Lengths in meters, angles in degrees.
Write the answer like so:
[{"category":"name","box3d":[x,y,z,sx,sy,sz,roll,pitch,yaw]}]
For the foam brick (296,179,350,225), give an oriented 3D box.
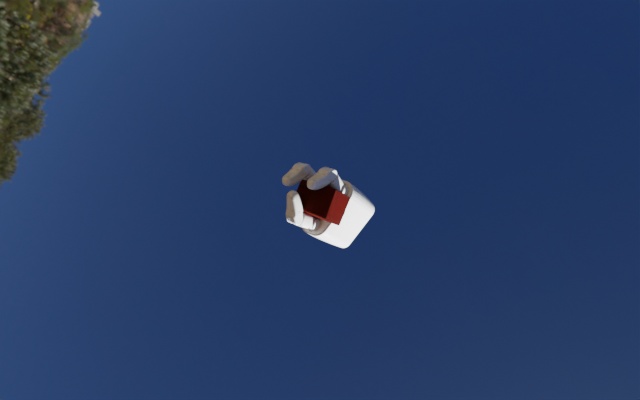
[{"category":"foam brick","box3d":[0.000,0.003,0.807,0.078,0.053,0.051,19,-6,36]}]
